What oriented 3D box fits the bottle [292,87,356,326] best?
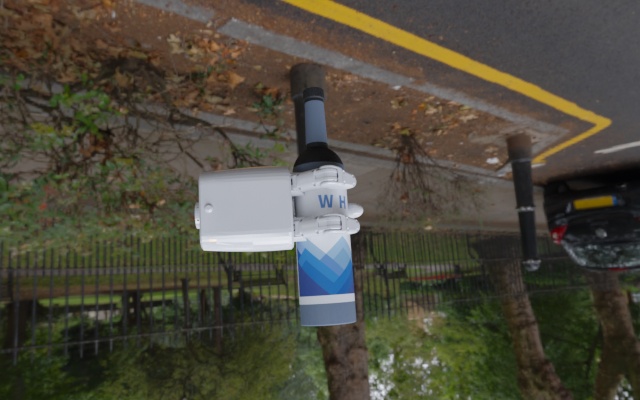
[{"bbox_3d":[0.000,0.002,0.595,0.069,0.295,0.069,-4,-10,-1],"label":"bottle"}]
